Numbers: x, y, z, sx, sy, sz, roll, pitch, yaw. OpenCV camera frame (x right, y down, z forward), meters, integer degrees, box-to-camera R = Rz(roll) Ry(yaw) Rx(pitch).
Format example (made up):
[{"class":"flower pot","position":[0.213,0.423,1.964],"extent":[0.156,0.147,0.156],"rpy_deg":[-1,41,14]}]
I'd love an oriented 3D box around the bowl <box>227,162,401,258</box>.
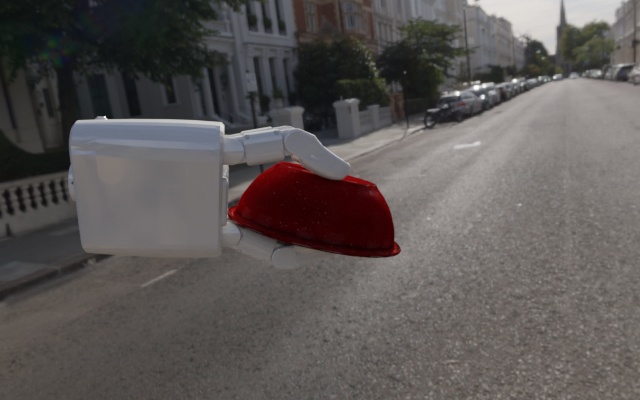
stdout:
[{"class":"bowl","position":[0.001,0.001,0.435],"extent":[0.162,0.055,0.162],"rpy_deg":[13,7,-2]}]
